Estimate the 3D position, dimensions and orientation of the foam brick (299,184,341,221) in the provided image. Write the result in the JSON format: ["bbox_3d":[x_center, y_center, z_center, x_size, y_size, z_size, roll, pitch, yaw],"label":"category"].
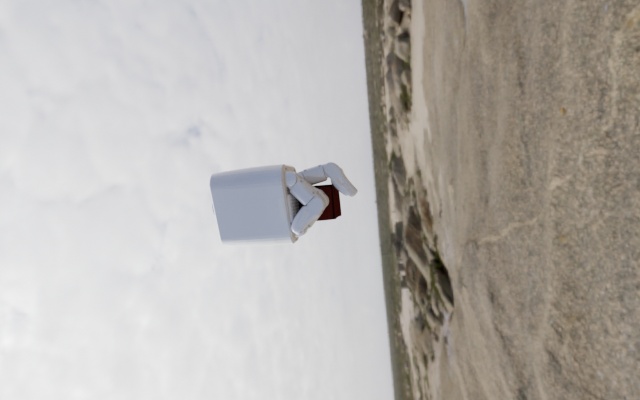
[{"bbox_3d":[0.000,0.002,0.719,0.051,0.053,0.078,-6,1,9],"label":"foam brick"}]
